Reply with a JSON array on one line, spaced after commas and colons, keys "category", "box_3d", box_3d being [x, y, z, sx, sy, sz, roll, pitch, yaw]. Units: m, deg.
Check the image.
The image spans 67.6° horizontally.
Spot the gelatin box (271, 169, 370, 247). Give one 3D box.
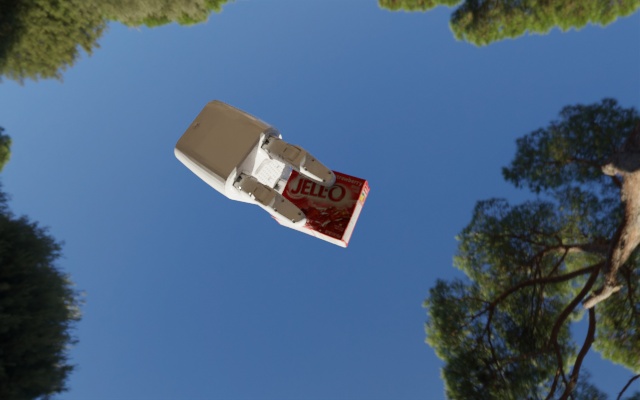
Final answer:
[{"category": "gelatin box", "box_3d": [0.001, 0.002, 0.531, 0.089, 0.073, 0.030, 18, -14, 21]}]
